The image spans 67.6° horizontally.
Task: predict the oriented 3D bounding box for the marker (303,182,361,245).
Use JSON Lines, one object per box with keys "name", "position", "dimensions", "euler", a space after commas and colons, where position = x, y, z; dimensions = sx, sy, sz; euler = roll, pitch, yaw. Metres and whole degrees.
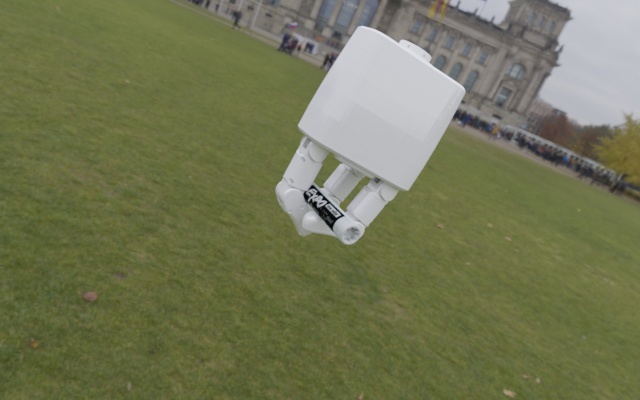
{"name": "marker", "position": [0.000, 0.001, 0.430], "dimensions": [0.020, 0.020, 0.121], "euler": [0, 26, -27]}
